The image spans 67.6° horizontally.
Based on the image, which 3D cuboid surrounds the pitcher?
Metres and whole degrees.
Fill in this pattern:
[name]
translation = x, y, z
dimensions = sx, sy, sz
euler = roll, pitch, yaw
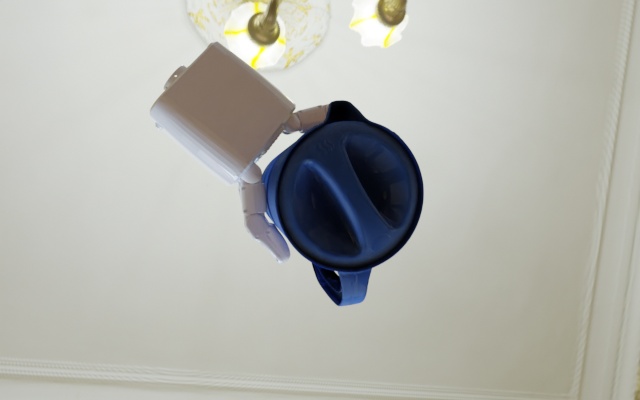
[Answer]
[pitcher]
translation = 0.000, 0.002, 0.517
dimensions = 0.145, 0.149, 0.243
euler = 40, -7, -12
